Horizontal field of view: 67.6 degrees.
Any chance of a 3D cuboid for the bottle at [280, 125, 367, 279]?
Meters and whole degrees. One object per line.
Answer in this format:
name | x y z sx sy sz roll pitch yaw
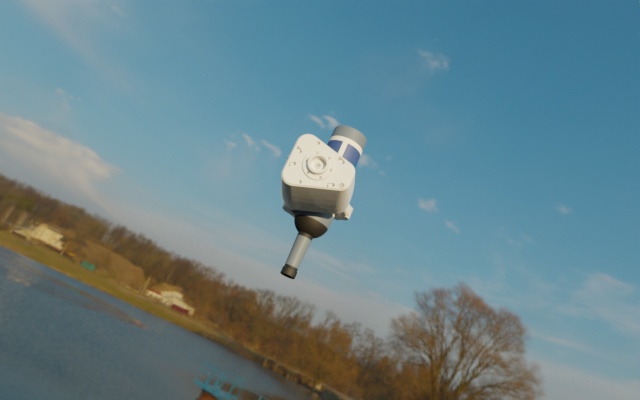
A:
bottle | 0.000 0.003 0.867 0.069 0.295 0.069 22 -18 8
